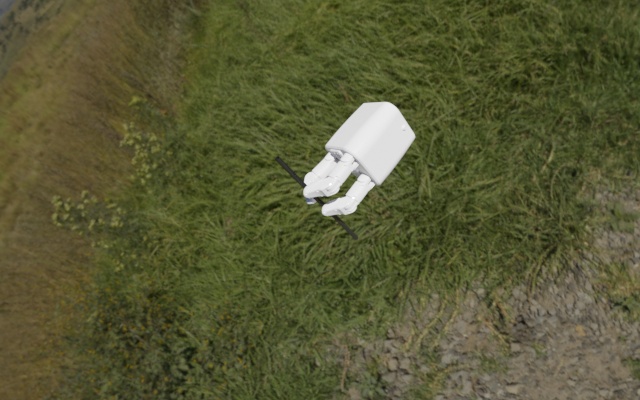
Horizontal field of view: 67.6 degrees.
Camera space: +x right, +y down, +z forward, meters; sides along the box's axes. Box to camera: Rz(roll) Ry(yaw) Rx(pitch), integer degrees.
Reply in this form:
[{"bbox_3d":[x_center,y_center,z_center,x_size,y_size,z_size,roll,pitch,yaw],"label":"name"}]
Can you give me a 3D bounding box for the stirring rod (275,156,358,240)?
[{"bbox_3d":[0.000,0.003,0.795,0.011,0.011,0.240,0,-33,41],"label":"stirring rod"}]
